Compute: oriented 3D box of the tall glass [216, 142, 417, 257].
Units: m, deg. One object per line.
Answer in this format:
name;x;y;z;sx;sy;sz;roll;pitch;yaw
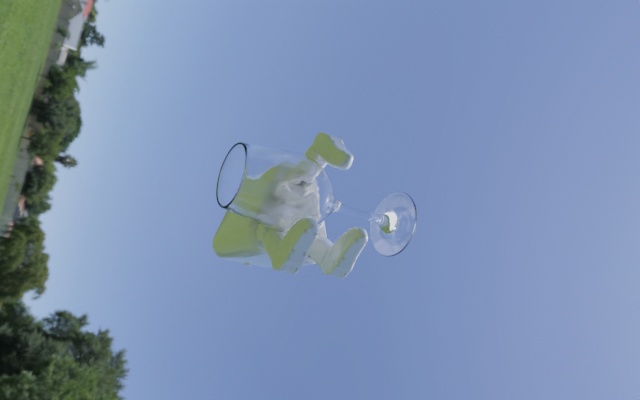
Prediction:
tall glass;0.001;0.002;0.482;0.201;0.079;0.079;17;-9;-32
